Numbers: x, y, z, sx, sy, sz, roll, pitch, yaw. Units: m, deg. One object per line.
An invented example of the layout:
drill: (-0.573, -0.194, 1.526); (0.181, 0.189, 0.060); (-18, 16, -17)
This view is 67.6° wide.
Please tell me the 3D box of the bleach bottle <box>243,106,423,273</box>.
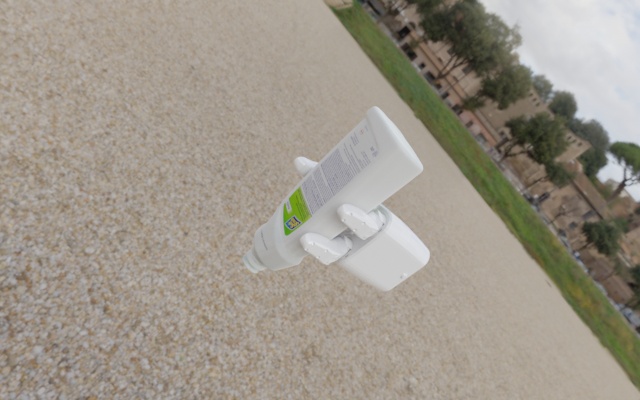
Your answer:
bleach bottle: (0.000, 0.002, 0.591); (0.251, 0.102, 0.068); (-39, -51, 17)
